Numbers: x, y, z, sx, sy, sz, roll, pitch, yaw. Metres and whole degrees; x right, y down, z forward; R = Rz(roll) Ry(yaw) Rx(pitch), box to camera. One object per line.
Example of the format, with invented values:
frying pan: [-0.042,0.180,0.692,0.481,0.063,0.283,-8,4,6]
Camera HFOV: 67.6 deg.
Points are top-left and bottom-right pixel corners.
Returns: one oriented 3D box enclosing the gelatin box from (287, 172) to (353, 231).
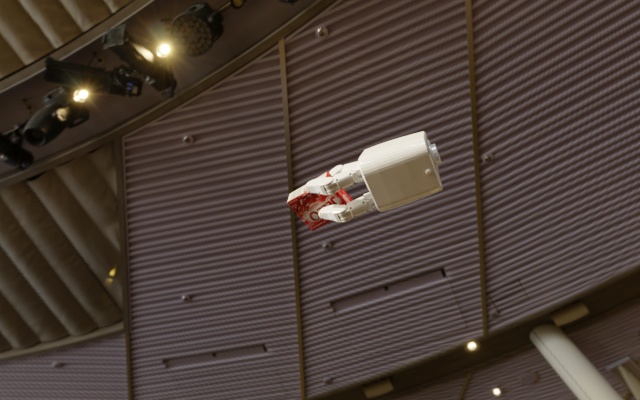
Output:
gelatin box: [0.000,0.003,0.810,0.089,0.073,0.030,-29,25,26]
